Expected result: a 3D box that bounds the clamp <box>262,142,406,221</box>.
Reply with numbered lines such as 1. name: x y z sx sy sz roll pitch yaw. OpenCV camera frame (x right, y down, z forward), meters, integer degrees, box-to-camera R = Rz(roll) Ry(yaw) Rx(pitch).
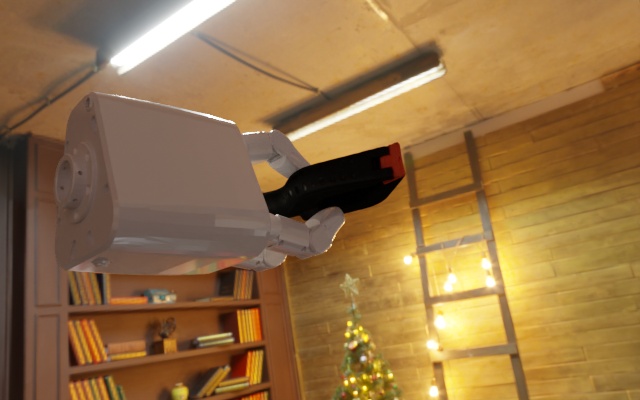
1. clamp: 0.000 0.000 0.439 0.210 0.036 0.164 -22 -21 40
